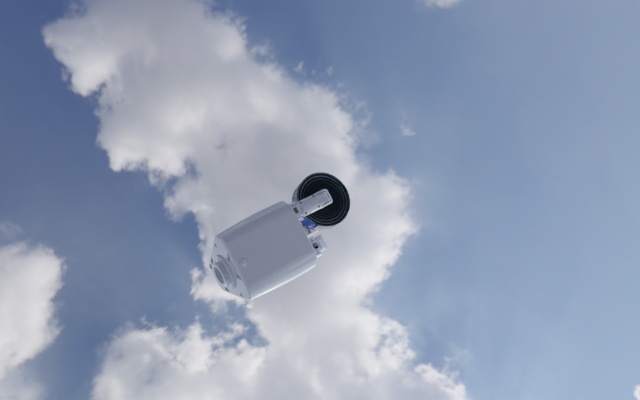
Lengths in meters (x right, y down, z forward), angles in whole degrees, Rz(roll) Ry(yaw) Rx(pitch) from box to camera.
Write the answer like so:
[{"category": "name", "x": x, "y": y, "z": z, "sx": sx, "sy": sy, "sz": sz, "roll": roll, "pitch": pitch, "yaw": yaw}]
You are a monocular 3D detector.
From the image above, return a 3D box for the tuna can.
[{"category": "tuna can", "x": 0.000, "y": 0.003, "z": 0.732, "sx": 0.086, "sy": 0.086, "sz": 0.034, "roll": 0, "pitch": -17, "yaw": -23}]
